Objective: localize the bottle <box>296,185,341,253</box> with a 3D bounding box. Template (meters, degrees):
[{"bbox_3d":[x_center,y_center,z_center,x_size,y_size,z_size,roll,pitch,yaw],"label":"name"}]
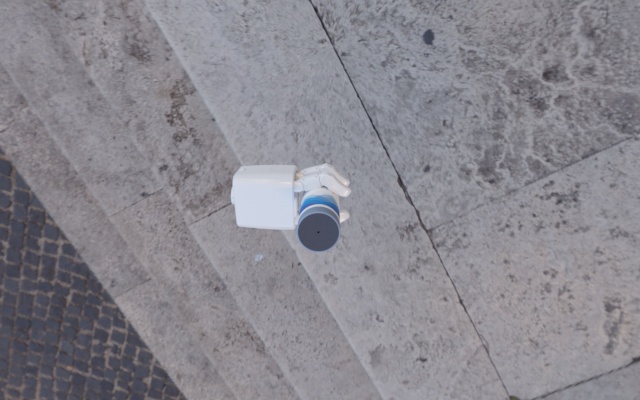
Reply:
[{"bbox_3d":[0.000,0.003,0.853,0.069,0.069,0.295,0,18,1],"label":"bottle"}]
